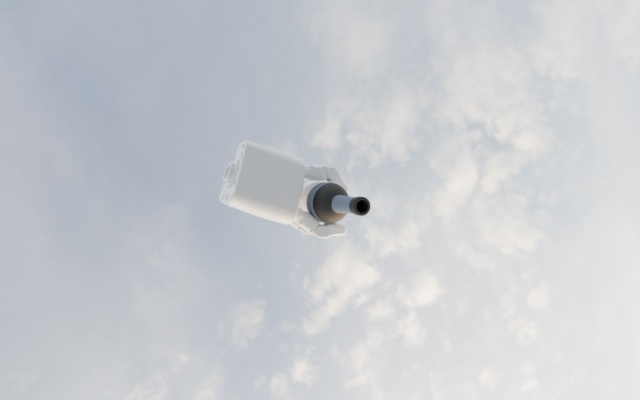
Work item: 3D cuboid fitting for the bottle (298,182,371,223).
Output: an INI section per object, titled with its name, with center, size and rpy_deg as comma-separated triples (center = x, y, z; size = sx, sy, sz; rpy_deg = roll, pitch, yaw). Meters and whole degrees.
[bottle]
center = 0.000, 0.003, 0.807
size = 0.069, 0.069, 0.295
rpy_deg = 0, 2, -24
